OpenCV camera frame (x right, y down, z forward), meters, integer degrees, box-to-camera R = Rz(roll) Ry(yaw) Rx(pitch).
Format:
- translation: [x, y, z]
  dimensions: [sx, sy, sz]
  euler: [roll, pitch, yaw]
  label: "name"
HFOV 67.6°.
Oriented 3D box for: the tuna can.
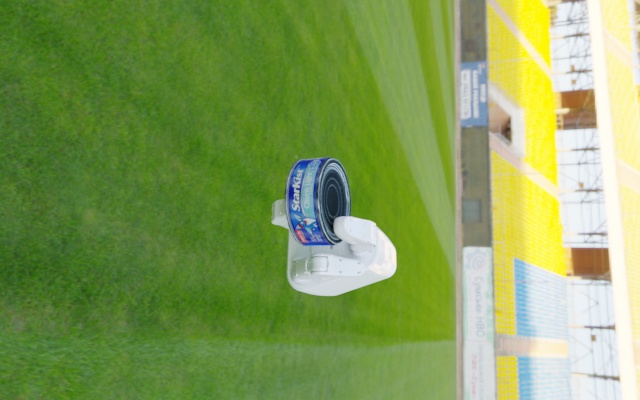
- translation: [0.001, 0.001, 0.461]
  dimensions: [0.034, 0.086, 0.086]
  euler: [-3, -1, 24]
  label: "tuna can"
